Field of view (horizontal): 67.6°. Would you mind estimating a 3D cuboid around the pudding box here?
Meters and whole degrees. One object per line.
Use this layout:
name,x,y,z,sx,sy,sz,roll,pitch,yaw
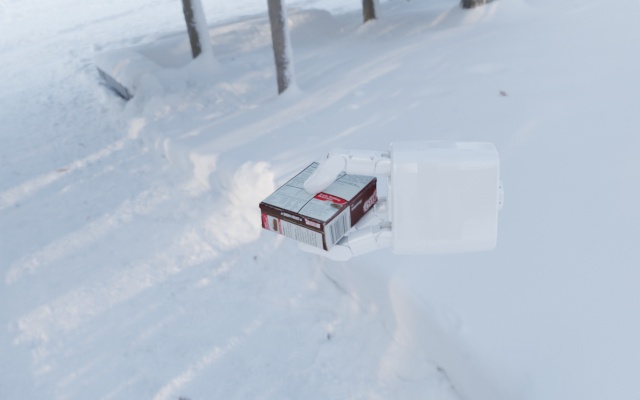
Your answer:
pudding box,0.000,0.002,0.540,0.090,0.039,0.113,16,36,31
